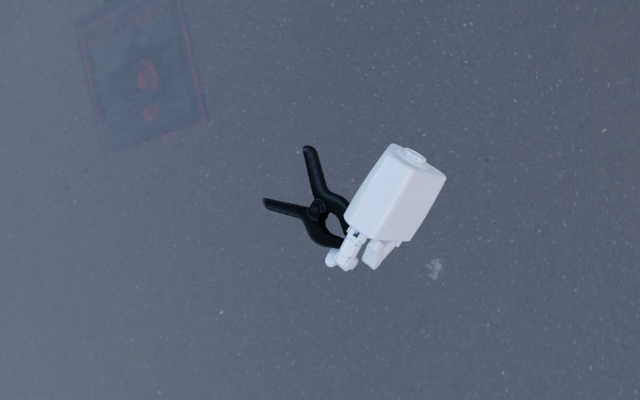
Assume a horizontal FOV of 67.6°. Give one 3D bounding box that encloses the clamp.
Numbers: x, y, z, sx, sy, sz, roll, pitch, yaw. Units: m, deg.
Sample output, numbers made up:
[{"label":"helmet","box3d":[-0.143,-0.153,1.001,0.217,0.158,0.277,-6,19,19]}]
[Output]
[{"label":"clamp","box3d":[0.000,0.003,0.704,0.171,0.120,0.039,36,20,21]}]
